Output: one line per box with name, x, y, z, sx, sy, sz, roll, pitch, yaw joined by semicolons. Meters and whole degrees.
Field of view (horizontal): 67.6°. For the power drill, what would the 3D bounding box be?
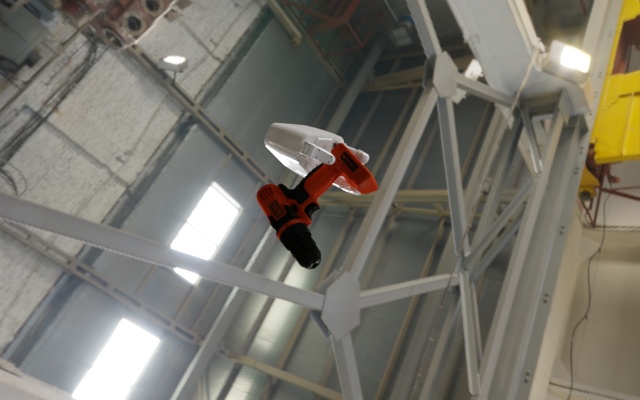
power drill;0.000;0.002;0.806;0.187;0.184;0.057;-35;-32;-2
